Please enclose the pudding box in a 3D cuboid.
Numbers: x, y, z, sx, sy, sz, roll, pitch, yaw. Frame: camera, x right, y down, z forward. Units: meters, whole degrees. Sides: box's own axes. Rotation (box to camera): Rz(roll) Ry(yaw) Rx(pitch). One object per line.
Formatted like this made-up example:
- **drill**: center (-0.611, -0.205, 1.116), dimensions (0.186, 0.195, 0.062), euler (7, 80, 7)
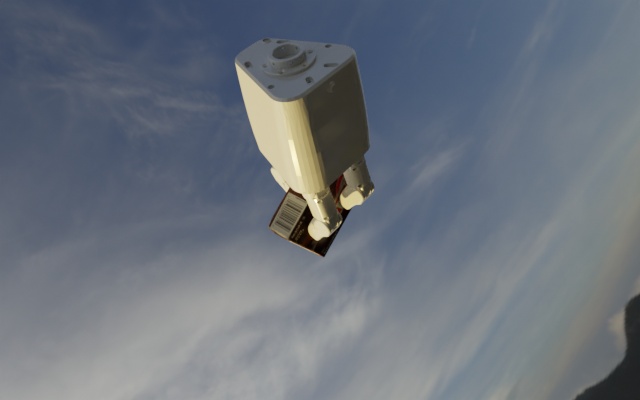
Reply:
- **pudding box**: center (0.000, 0.002, 0.555), dimensions (0.039, 0.113, 0.090), euler (30, -2, 34)
